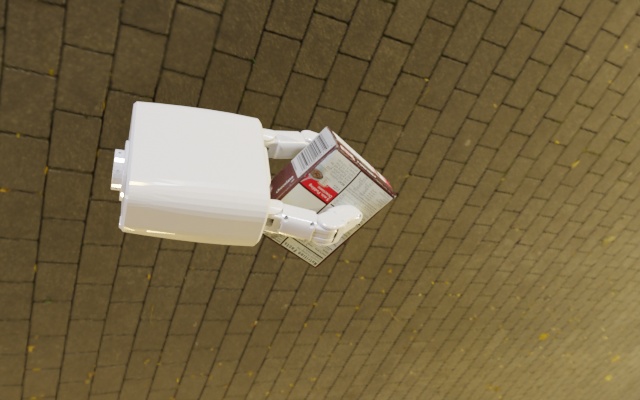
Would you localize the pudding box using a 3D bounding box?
[{"bbox_3d":[0.000,0.002,0.450,0.090,0.113,0.039,37,20,-34],"label":"pudding box"}]
